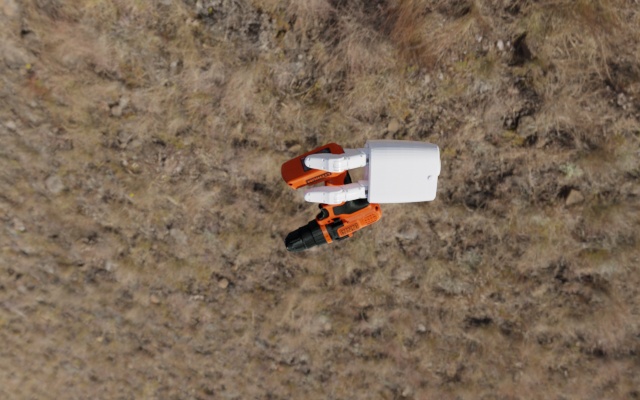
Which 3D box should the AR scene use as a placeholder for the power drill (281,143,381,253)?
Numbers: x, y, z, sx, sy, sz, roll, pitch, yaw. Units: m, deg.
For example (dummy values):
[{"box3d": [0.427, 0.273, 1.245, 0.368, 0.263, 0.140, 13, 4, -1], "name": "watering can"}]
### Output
[{"box3d": [0.000, 0.002, 0.813, 0.184, 0.057, 0.188, -24, -44, 1], "name": "power drill"}]
